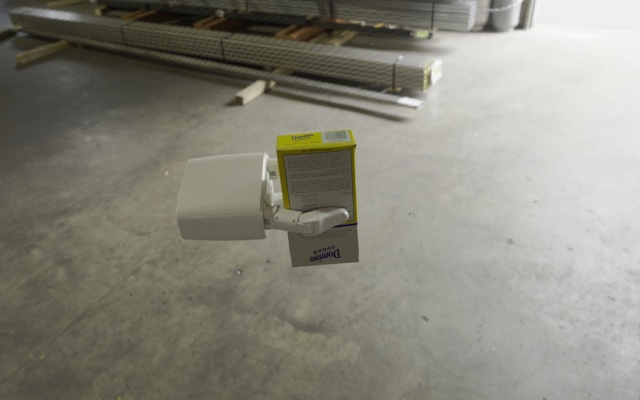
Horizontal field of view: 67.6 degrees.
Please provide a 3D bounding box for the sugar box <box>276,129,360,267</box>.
[{"bbox_3d":[0.000,0.002,0.602,0.093,0.176,0.048,-4,35,0],"label":"sugar box"}]
